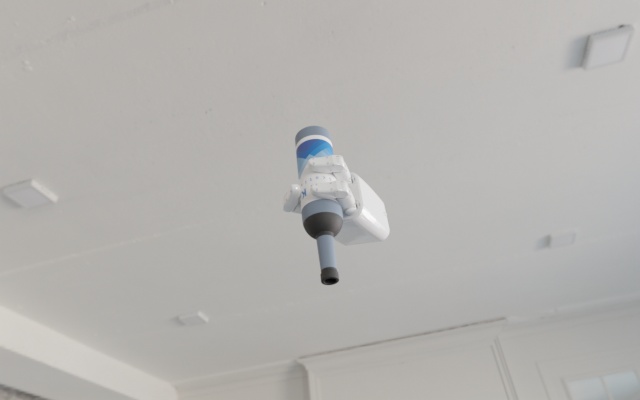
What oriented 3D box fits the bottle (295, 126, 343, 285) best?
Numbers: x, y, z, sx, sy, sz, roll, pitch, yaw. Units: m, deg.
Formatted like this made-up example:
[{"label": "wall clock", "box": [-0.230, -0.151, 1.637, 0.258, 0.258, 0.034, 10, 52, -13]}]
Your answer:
[{"label": "bottle", "box": [0.000, 0.002, 0.794, 0.069, 0.295, 0.069, -4, -37, -3]}]
